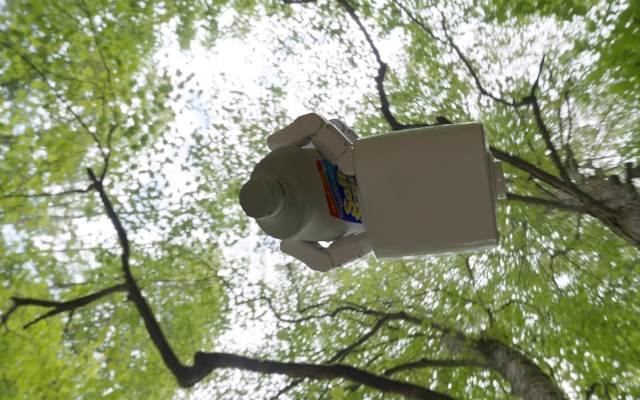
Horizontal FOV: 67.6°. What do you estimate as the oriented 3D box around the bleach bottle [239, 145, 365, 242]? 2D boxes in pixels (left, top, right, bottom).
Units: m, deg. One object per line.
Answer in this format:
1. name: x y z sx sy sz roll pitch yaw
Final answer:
1. bleach bottle: 0.000 0.001 0.460 0.068 0.102 0.251 -8 0 22
